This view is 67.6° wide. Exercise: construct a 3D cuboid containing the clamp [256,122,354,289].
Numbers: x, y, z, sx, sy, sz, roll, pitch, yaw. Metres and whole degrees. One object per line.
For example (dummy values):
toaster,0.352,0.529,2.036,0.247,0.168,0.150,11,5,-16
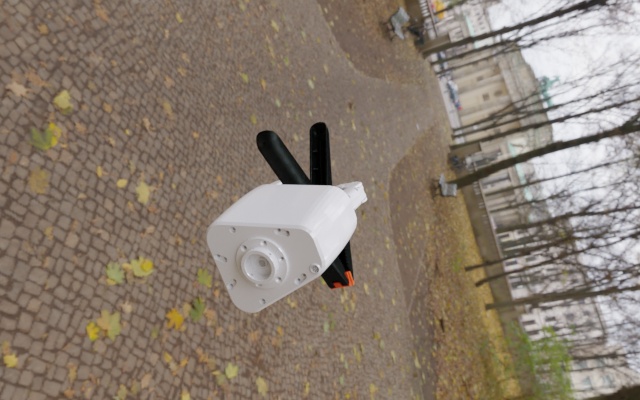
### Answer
clamp,0.001,0.002,0.576,0.036,0.210,0.164,-14,13,25
